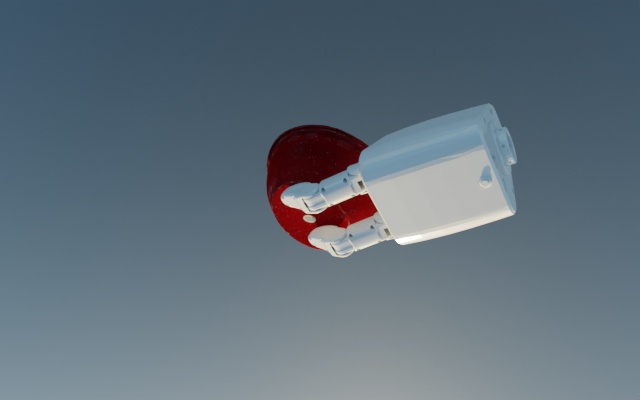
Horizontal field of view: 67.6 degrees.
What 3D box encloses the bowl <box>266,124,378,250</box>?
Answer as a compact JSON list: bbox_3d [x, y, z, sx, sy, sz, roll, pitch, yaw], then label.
[{"bbox_3d":[-0.001,0.002,0.515,0.162,0.162,0.055,0,37,33],"label":"bowl"}]
